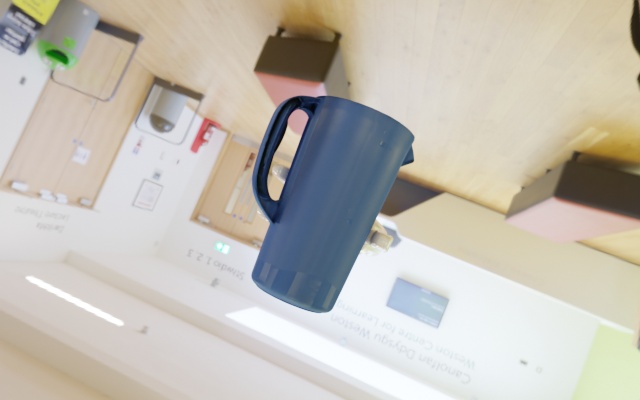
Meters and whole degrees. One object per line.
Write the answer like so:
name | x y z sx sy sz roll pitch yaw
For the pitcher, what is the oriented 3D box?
pitcher | 0.000 0.002 0.579 0.149 0.243 0.145 22 -4 22
